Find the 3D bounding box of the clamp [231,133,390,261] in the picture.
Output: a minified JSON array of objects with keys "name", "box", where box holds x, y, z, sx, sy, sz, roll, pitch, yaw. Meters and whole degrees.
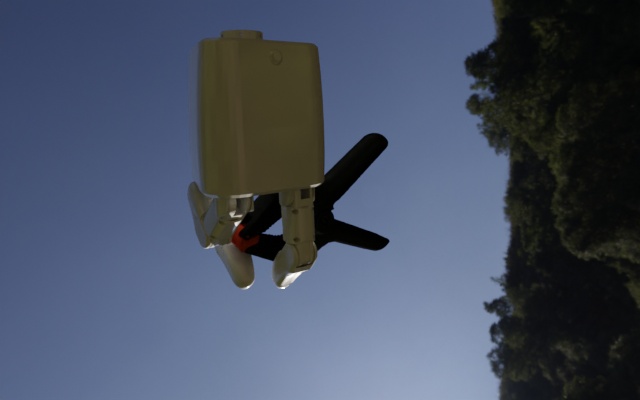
[{"name":"clamp","box":[0.000,0.001,0.433,0.171,0.120,0.039,-9,15,-35]}]
